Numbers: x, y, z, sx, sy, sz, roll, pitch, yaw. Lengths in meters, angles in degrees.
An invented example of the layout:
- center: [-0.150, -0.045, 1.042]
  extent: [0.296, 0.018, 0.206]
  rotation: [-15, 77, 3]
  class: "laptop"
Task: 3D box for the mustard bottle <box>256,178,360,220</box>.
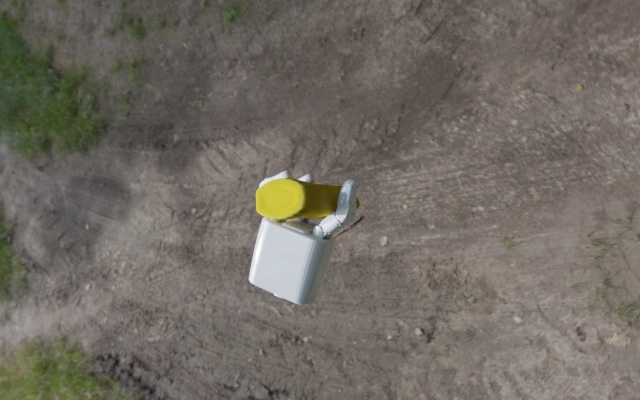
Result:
- center: [0.000, 0.002, 0.729]
  extent: [0.096, 0.058, 0.191]
  rotation: [-8, -8, 38]
  class: "mustard bottle"
